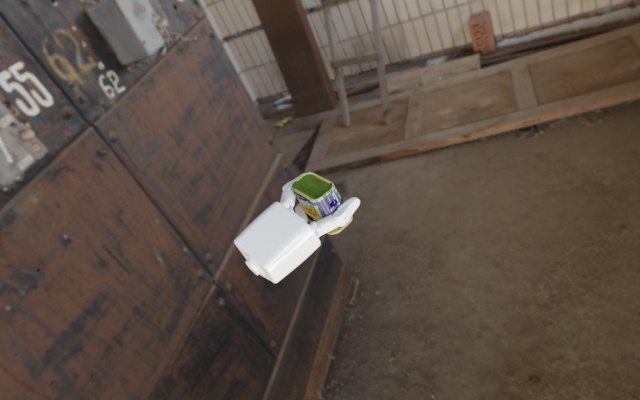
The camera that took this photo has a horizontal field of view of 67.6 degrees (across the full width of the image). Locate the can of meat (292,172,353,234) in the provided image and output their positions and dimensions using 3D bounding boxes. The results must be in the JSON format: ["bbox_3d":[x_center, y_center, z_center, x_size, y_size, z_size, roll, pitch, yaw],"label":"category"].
[{"bbox_3d":[0.000,0.003,0.874,0.057,0.084,0.102,-40,36,-16],"label":"can of meat"}]
